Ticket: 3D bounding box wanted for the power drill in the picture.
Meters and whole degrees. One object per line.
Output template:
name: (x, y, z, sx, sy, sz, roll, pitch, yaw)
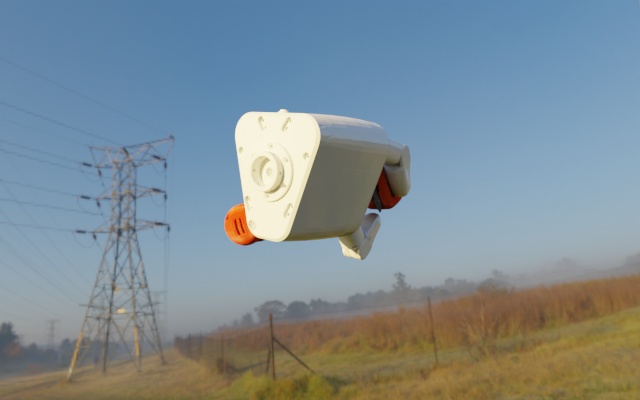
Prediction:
power drill: (0.000, 0.002, 0.574, 0.187, 0.057, 0.184, -18, 2, 17)
